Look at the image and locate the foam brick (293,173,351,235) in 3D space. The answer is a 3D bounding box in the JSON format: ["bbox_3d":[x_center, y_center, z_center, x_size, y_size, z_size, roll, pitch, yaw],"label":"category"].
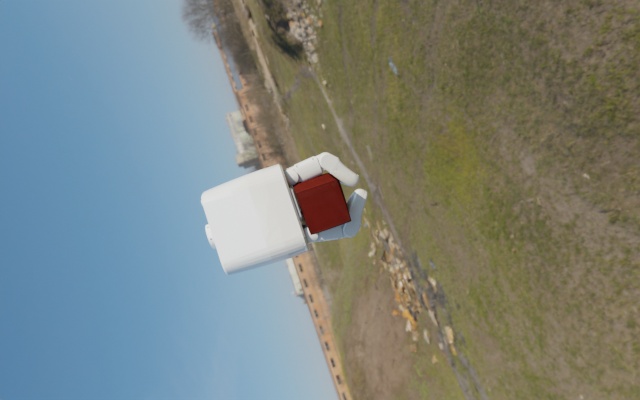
[{"bbox_3d":[0.000,0.002,0.572,0.051,0.053,0.078,-19,11,-3],"label":"foam brick"}]
